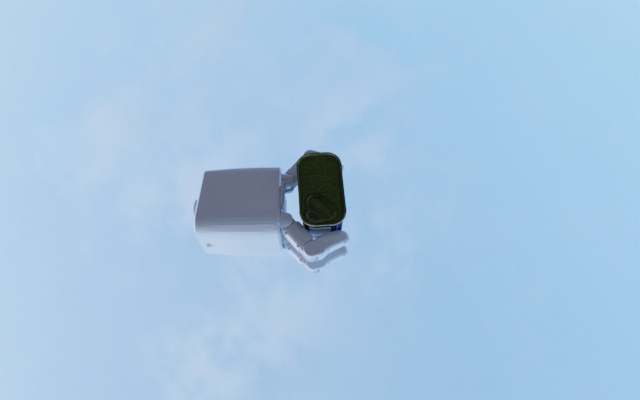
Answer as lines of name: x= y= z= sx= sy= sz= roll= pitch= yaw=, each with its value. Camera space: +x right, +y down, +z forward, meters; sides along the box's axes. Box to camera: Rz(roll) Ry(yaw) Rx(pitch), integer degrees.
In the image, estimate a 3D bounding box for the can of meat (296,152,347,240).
can of meat: x=0.000 y=0.002 z=0.625 sx=0.057 sy=0.102 sz=0.084 roll=-4 pitch=-26 yaw=-3
